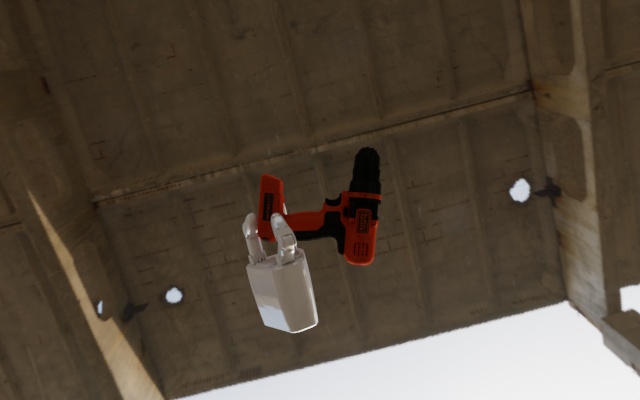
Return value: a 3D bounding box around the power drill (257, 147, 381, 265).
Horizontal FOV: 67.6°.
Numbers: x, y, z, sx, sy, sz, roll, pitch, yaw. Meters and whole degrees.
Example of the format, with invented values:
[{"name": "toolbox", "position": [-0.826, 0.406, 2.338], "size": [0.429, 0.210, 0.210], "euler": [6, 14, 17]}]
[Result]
[{"name": "power drill", "position": [0.000, 0.003, 0.743], "size": [0.187, 0.184, 0.057], "euler": [5, -5, 3]}]
